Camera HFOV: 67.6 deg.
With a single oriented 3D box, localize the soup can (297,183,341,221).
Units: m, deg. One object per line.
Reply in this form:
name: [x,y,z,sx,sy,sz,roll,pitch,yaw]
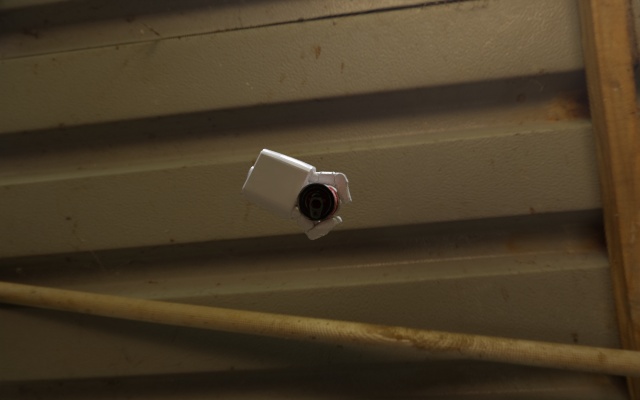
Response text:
soup can: [0.001,0.003,0.884,0.068,0.068,0.102,0,0,10]
